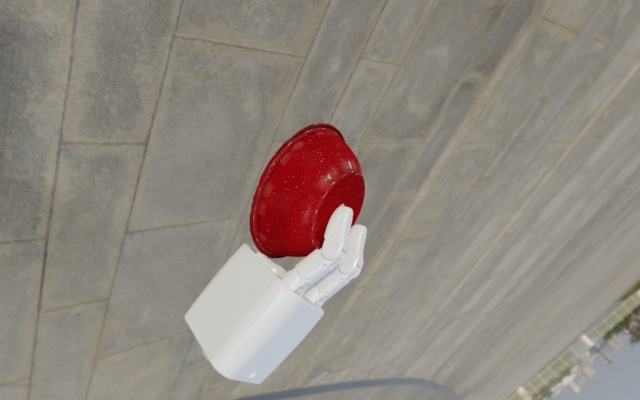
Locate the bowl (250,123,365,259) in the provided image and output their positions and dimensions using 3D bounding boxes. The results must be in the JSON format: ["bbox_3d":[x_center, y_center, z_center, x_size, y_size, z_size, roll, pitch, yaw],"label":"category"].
[{"bbox_3d":[0.001,0.001,0.517,0.055,0.162,0.162,27,14,30],"label":"bowl"}]
